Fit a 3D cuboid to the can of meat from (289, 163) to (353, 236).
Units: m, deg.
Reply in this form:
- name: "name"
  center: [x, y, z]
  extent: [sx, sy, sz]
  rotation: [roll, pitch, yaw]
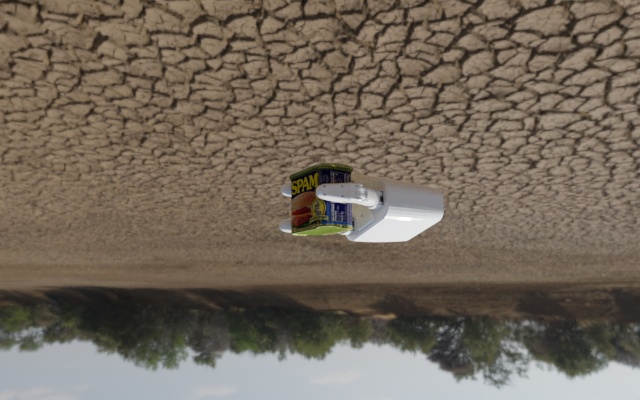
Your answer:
- name: "can of meat"
  center: [0.000, 0.002, 0.649]
  extent: [0.057, 0.084, 0.102]
  rotation: [6, -12, -33]
